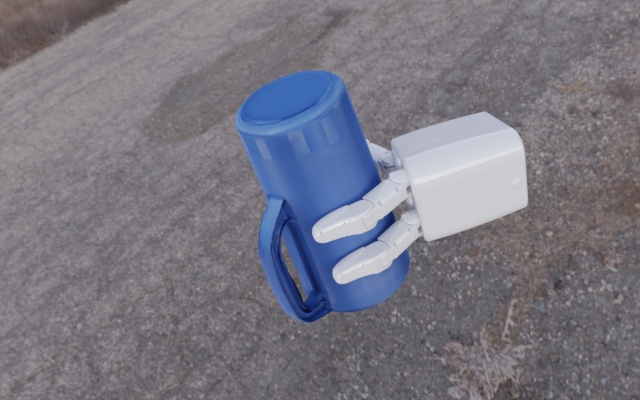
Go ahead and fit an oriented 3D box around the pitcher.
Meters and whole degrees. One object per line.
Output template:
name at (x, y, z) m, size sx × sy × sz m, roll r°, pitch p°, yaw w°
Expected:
pitcher at (0.000, 0.002, 0.498) m, size 0.145 × 0.243 × 0.149 m, roll -18°, pitch 36°, yaw 6°
